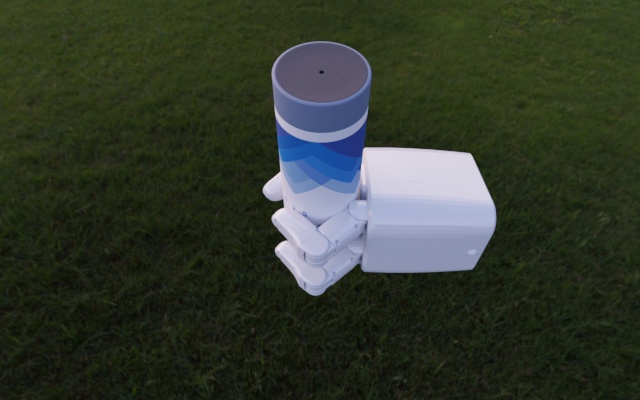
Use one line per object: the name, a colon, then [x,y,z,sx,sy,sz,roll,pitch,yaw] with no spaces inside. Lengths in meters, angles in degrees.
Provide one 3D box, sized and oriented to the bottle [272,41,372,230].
bottle: [0.000,0.001,0.435,0.069,0.069,0.296,0,-36,0]
